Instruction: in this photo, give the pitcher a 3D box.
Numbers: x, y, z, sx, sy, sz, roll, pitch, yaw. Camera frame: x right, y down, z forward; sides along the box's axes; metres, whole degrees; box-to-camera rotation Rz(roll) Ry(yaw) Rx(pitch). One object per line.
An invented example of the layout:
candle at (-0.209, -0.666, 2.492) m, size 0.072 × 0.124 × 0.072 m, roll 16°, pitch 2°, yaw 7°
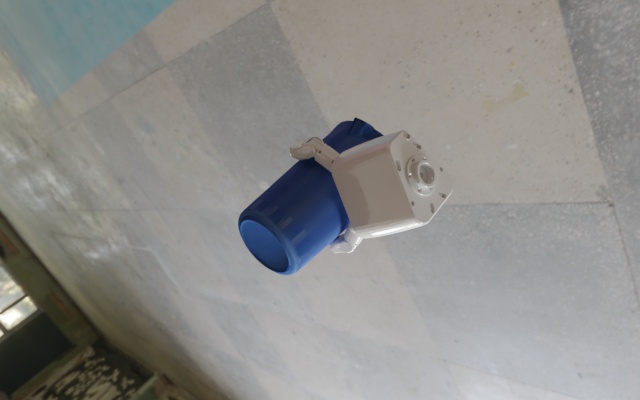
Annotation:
pitcher at (0.000, 0.002, 0.700) m, size 0.242 × 0.149 × 0.145 m, roll -42°, pitch 14°, yaw -35°
